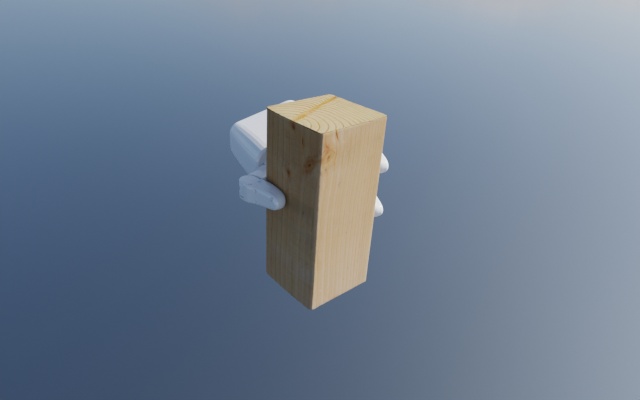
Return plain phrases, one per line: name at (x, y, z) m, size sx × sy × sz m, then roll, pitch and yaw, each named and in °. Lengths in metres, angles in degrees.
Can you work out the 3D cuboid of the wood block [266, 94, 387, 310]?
wood block at (0.000, 0.002, 0.524) m, size 0.091 × 0.206 × 0.090 m, roll -20°, pitch 36°, yaw -36°
